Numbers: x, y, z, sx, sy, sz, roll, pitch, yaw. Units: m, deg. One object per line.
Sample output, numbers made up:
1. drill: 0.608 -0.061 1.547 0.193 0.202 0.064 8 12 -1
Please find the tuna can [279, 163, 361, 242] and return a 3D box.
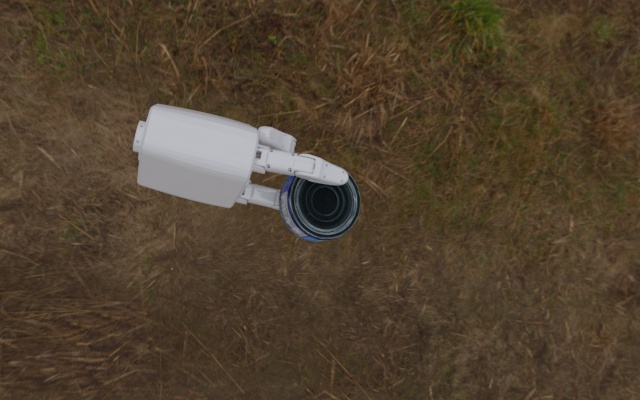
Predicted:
1. tuna can: 0.000 0.002 0.521 0.086 0.086 0.034 0 -6 -23
